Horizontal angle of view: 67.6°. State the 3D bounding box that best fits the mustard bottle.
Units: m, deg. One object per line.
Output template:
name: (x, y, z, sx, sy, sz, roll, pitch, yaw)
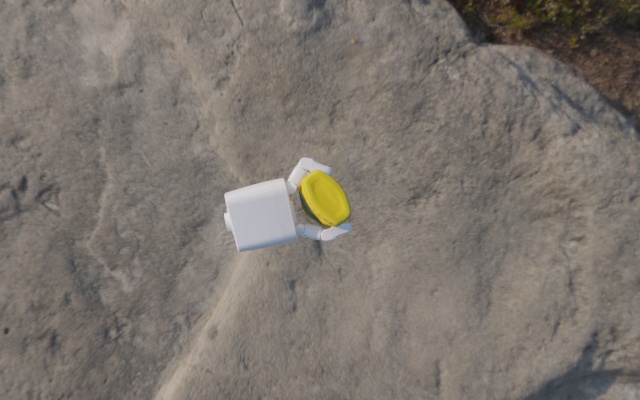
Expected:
mustard bottle: (0.000, 0.003, 0.851, 0.058, 0.096, 0.191, -38, 1, -8)
